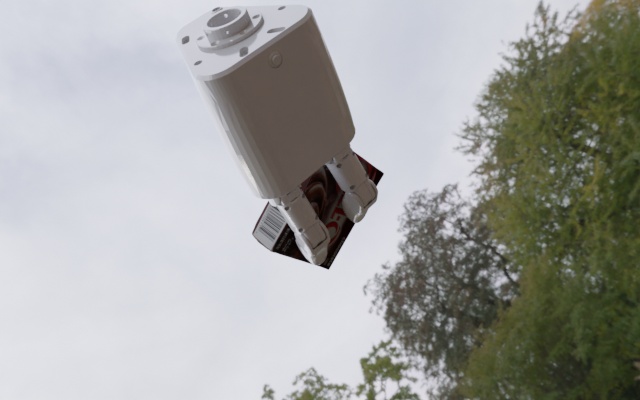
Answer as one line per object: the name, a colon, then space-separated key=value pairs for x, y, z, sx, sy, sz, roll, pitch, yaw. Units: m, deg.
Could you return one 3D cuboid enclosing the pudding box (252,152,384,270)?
pudding box: x=0.000 y=0.001 z=0.442 sx=0.039 sy=0.113 sz=0.090 roll=34 pitch=5 yaw=40
